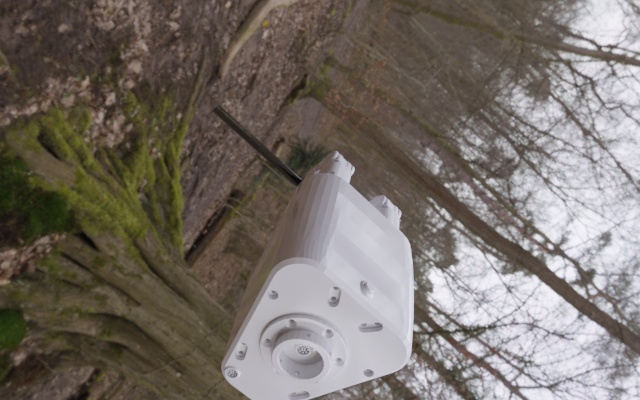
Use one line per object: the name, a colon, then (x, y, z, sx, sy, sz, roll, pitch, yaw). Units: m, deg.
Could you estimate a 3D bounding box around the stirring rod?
stirring rod: (0.000, 0.001, 0.424, 0.239, 0.011, 0.011, 42, -11, -12)
